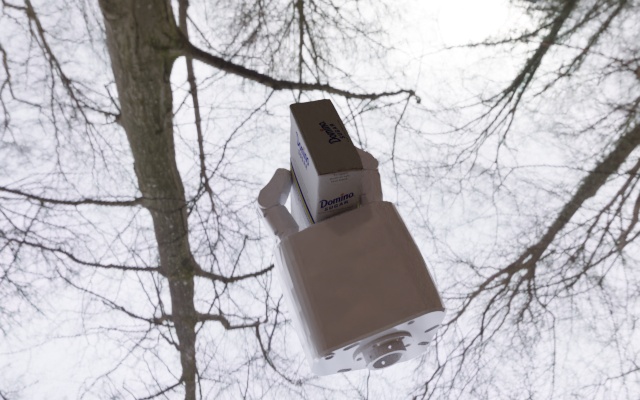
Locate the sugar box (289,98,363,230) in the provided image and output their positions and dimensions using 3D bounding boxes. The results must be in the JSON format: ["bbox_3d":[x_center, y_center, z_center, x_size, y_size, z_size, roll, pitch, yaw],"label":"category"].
[{"bbox_3d":[0.001,0.002,0.459,0.048,0.093,0.176,-10,-39,-15],"label":"sugar box"}]
